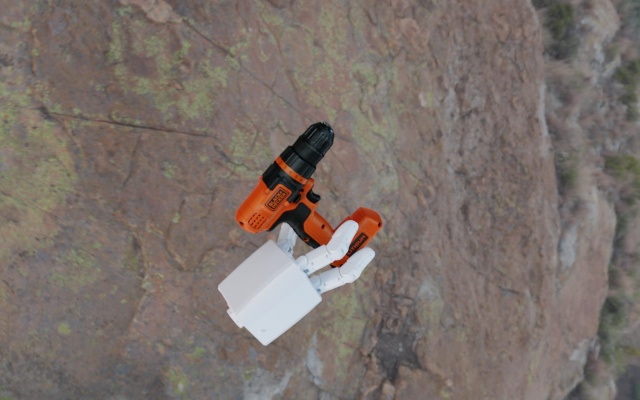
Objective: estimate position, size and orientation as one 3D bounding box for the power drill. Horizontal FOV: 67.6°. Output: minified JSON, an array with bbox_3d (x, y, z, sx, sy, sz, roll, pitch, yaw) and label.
[{"bbox_3d":[0.000,0.003,0.685,0.188,0.184,0.057,36,13,-28],"label":"power drill"}]
